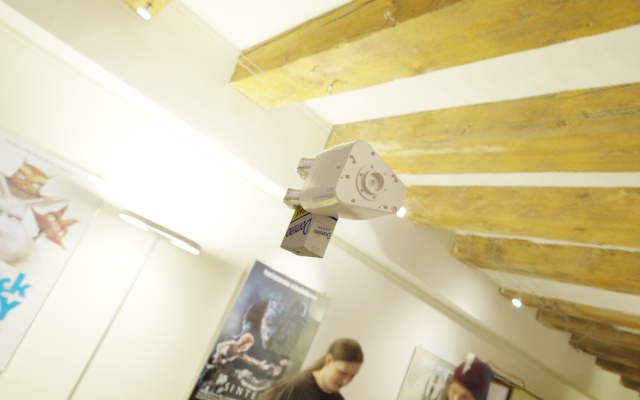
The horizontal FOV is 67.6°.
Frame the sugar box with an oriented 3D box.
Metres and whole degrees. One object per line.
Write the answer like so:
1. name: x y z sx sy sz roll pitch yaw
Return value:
1. sugar box: 0.000 0.002 0.758 0.048 0.176 0.093 31 -17 -22
